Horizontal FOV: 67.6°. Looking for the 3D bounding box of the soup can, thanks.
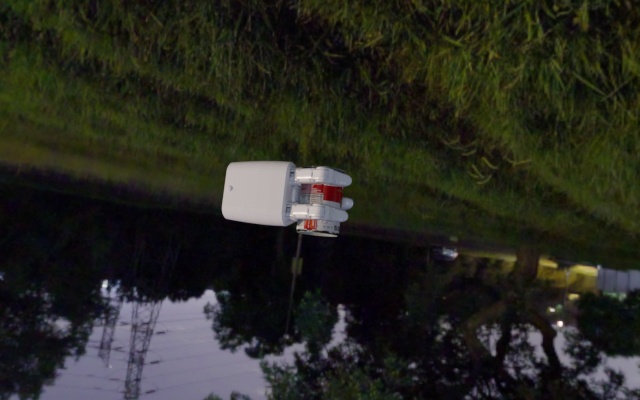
[{"bbox_3d":[0.001,0.003,0.748,0.068,0.102,0.068,6,-8,1],"label":"soup can"}]
